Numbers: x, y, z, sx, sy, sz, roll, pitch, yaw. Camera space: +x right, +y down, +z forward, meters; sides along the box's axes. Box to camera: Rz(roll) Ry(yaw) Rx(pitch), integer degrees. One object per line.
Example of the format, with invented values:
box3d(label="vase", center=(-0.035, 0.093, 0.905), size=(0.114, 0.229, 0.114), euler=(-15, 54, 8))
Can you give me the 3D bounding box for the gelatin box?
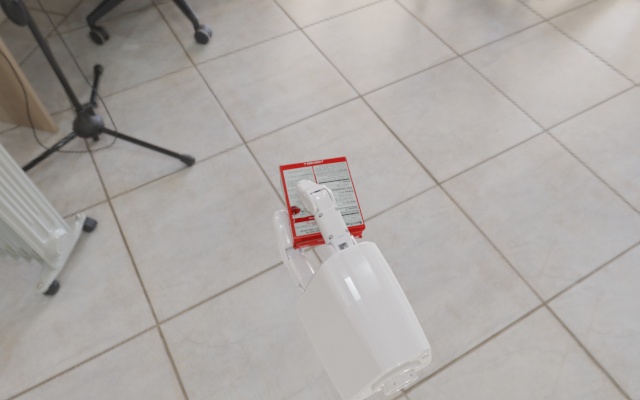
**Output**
box3d(label="gelatin box", center=(0.000, 0.001, 0.496), size=(0.073, 0.089, 0.030), euler=(-9, -27, -9))
